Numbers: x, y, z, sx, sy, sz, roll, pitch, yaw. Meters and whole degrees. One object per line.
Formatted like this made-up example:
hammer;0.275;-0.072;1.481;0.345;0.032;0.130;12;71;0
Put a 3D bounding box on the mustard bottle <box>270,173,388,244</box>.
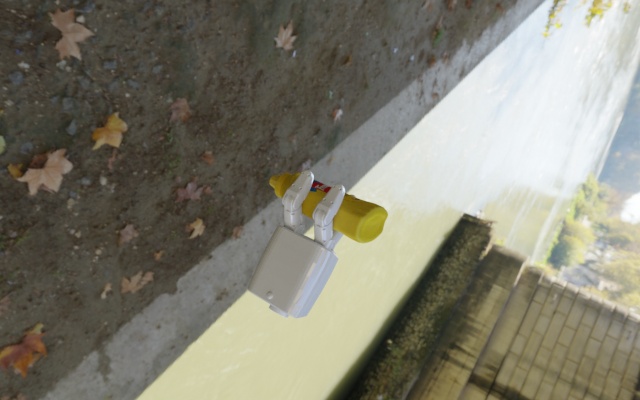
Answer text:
mustard bottle;0.000;0.002;0.725;0.191;0.058;0.096;24;16;28
